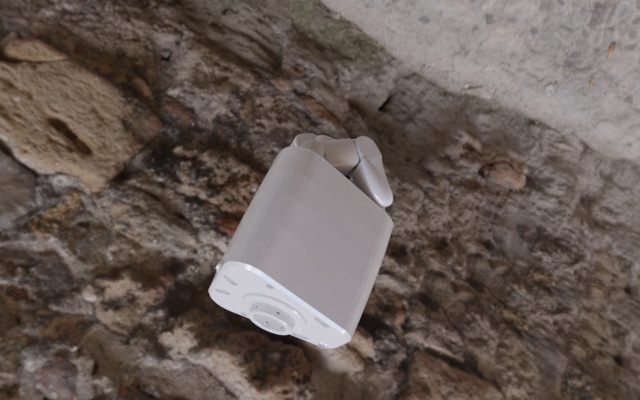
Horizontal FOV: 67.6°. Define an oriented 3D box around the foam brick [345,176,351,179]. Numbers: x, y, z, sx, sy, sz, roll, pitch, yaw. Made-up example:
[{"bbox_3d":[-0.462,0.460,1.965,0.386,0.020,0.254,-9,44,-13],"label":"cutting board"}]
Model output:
[{"bbox_3d":[0.000,0.002,0.450,0.053,0.051,0.078,27,-34,-9],"label":"foam brick"}]
